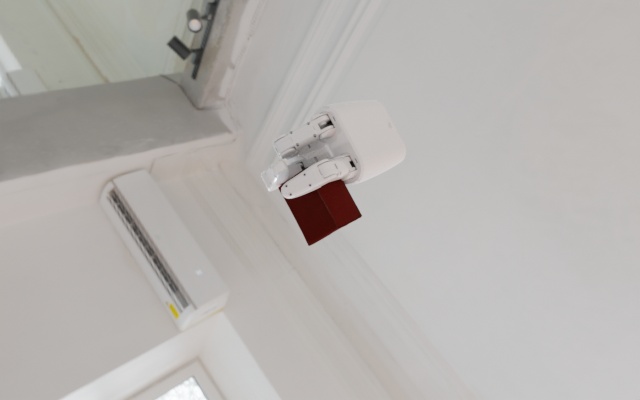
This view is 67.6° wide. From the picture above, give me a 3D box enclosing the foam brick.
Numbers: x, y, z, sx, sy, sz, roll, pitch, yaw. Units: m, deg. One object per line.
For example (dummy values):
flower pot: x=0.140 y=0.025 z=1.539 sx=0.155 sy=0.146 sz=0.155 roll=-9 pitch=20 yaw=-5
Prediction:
foam brick: x=0.000 y=0.002 z=0.547 sx=0.053 sy=0.078 sz=0.051 roll=-32 pitch=-7 yaw=39
